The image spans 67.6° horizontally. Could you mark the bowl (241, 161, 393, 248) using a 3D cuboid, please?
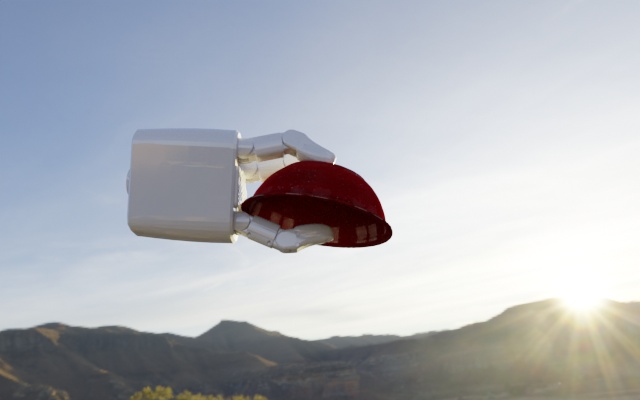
[{"bbox_3d":[0.001,0.002,0.512,0.162,0.055,0.162,10,-20,4],"label":"bowl"}]
